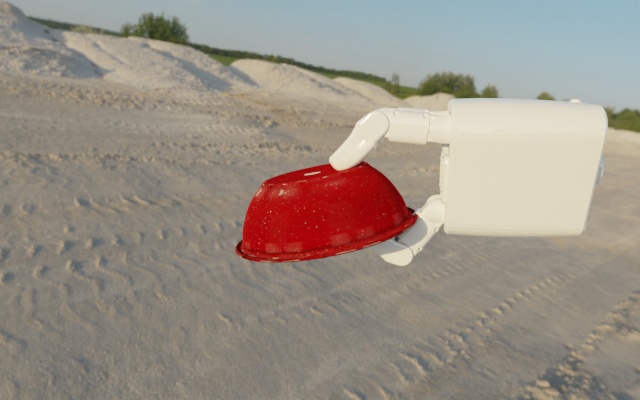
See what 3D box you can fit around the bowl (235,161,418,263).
[{"bbox_3d":[-0.001,0.001,0.417,0.162,0.055,0.162,-11,10,2],"label":"bowl"}]
